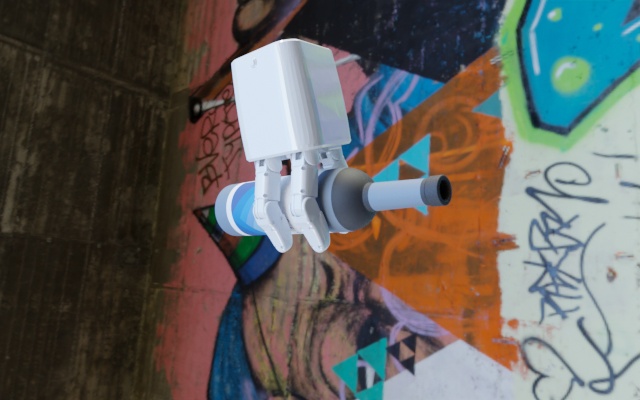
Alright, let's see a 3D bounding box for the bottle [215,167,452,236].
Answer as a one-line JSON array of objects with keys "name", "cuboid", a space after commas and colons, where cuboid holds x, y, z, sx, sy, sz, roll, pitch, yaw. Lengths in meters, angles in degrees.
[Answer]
[{"name": "bottle", "cuboid": [0.000, 0.002, 0.514, 0.296, 0.069, 0.069, -6, -4, 42]}]
